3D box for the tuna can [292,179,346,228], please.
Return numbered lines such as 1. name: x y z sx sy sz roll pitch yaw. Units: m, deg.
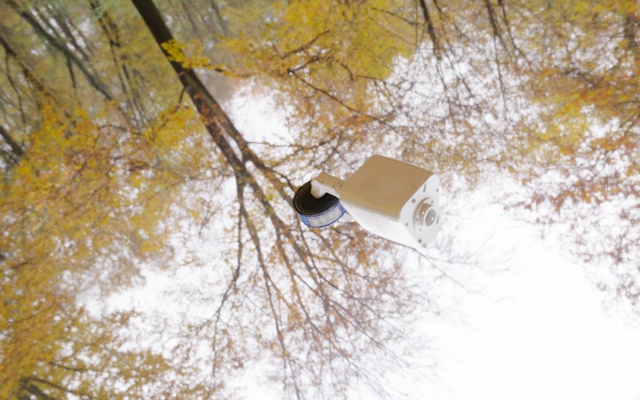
1. tuna can: 0.000 0.003 0.768 0.086 0.086 0.034 0 -43 26
